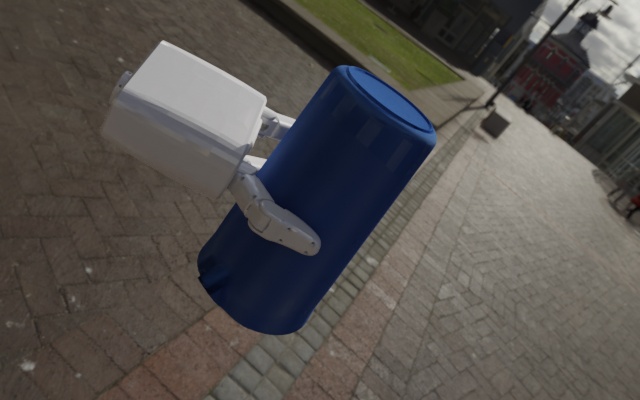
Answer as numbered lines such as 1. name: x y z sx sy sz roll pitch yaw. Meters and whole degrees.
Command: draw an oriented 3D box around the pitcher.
1. pitcher: 0.000 0.001 0.459 0.145 0.243 0.149 29 26 -16
